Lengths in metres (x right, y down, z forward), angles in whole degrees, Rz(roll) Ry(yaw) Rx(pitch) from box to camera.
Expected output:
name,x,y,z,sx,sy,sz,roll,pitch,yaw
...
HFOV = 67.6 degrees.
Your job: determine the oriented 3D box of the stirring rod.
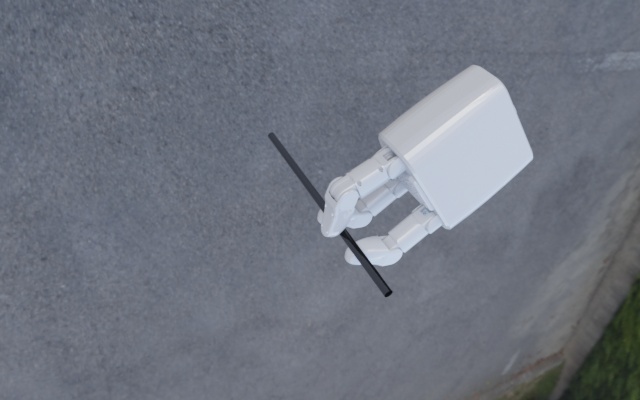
name,x,y,z,sx,sy,sz,roll,pitch,yaw
stirring rod,0.000,0.001,0.468,0.011,0.011,0.239,0,39,-37
